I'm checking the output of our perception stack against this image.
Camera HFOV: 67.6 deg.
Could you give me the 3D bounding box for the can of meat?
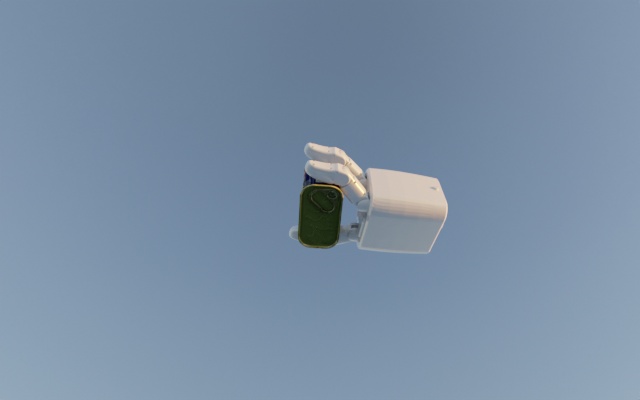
[{"bbox_3d":[0.000,0.002,0.675,0.057,0.102,0.084,4,32,-1],"label":"can of meat"}]
